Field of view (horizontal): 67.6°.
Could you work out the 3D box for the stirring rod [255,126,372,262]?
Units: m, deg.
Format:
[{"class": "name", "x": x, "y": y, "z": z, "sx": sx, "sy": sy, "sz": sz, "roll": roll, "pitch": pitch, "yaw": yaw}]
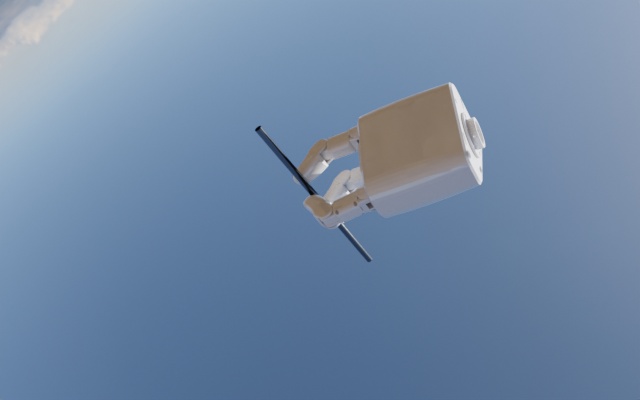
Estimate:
[{"class": "stirring rod", "x": 0.000, "y": 0.002, "z": 0.557, "sx": 0.011, "sy": 0.011, "sz": 0.240, "roll": 0, "pitch": -39, "yaw": 43}]
